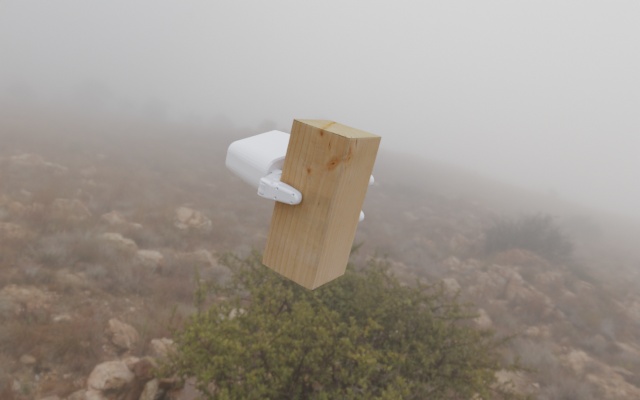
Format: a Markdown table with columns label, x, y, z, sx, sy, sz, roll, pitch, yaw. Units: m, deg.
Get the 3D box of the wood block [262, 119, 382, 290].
| label | x | y | z | sx | sy | sz | roll | pitch | yaw |
| --- | --- | --- | --- | --- | --- | --- | --- | --- | --- |
| wood block | 0.000 | 0.002 | 0.648 | 0.090 | 0.206 | 0.091 | 23 | 19 | 29 |
